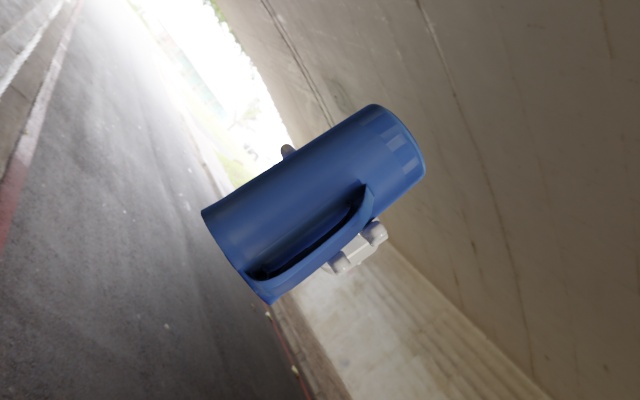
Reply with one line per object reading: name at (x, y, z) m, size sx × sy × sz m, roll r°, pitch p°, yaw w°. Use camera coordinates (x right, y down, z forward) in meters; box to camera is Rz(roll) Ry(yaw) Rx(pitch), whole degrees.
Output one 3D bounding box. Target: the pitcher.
pitcher at (0.000, 0.002, 0.542) m, size 0.243 × 0.149 × 0.145 m, roll -36°, pitch -19°, yaw -4°
